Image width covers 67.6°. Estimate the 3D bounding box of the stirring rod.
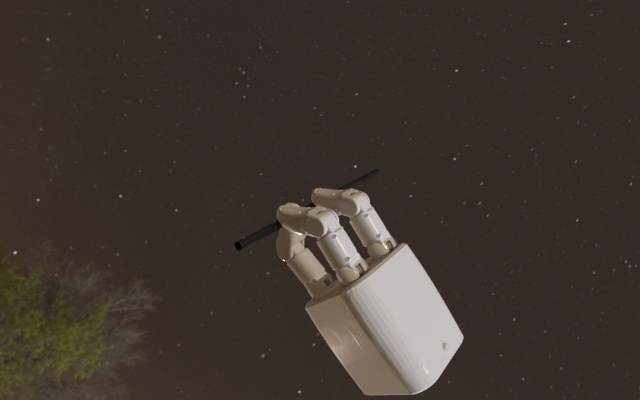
[{"bbox_3d":[0.000,0.002,0.491,0.011,0.011,0.239,0,18,37],"label":"stirring rod"}]
